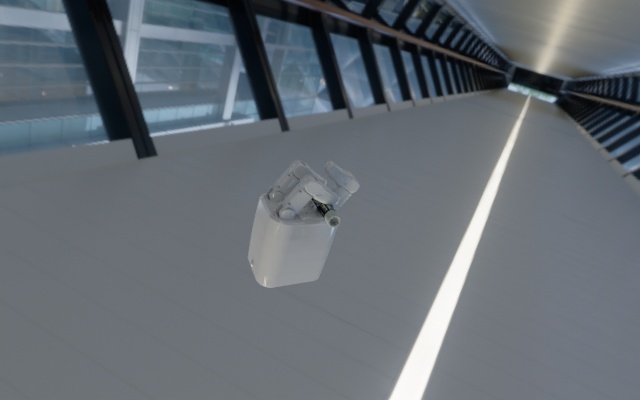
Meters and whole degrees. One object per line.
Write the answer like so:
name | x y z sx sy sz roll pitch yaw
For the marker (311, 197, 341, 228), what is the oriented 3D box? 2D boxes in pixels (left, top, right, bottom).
marker | 0.000 0.002 0.674 0.020 0.020 0.121 0 25 -20
